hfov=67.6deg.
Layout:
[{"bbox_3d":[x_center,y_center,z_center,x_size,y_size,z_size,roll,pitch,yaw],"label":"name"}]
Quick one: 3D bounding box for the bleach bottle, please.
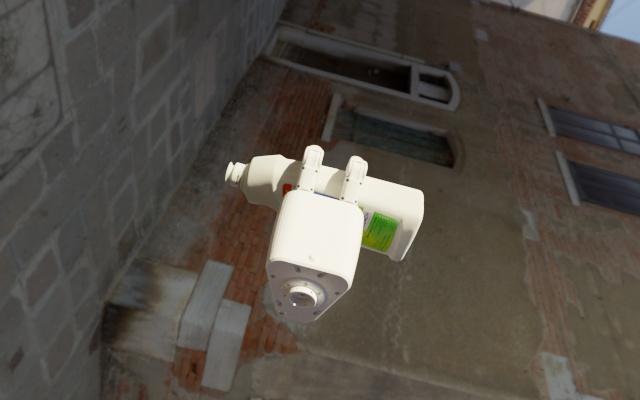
[{"bbox_3d":[0.000,0.002,0.627,0.251,0.103,0.068,15,43,-2],"label":"bleach bottle"}]
